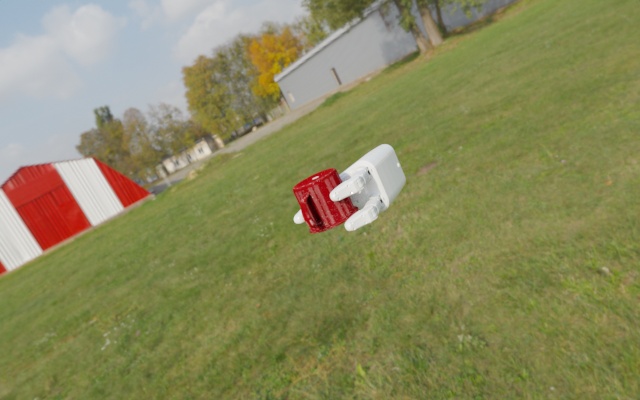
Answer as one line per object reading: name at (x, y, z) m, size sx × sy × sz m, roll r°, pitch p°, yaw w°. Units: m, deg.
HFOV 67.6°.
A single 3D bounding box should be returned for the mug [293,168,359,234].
mug at (-0.001, 0.003, 0.792) m, size 0.093 × 0.081 × 0.117 m, roll -18°, pitch 13°, yaw 35°
